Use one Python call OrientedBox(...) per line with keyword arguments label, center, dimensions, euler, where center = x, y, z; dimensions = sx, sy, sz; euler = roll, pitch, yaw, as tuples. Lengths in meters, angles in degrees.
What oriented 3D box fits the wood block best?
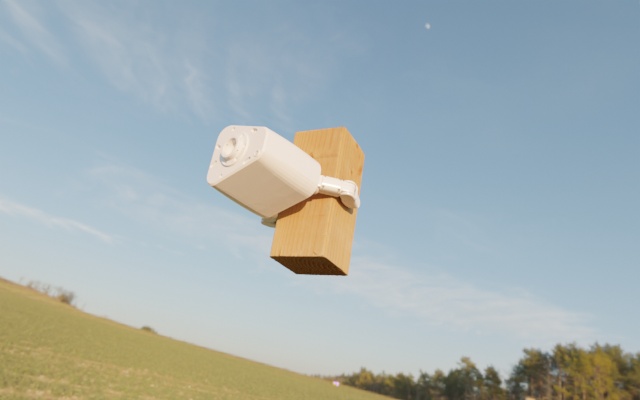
OrientedBox(label="wood block", center=(0.000, 0.002, 0.726), dimensions=(0.091, 0.206, 0.090), euler=(-2, -26, 26))
